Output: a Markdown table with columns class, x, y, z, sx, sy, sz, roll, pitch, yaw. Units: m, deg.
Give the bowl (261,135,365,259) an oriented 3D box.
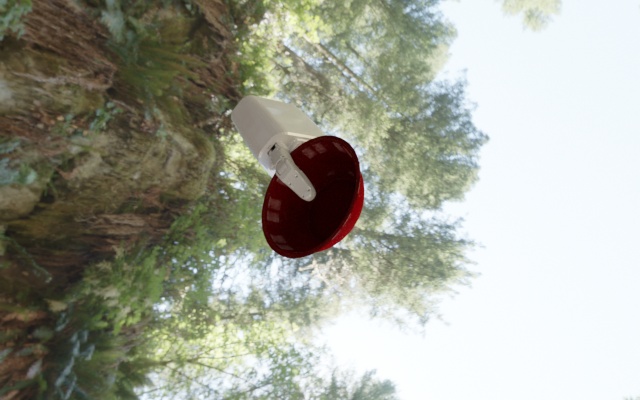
| class | x | y | z | sx | sy | sz | roll | pitch | yaw |
| --- | --- | --- | --- | --- | --- | --- | --- | --- | --- |
| bowl | 0.001 | 0.003 | 0.600 | 0.162 | 0.162 | 0.055 | 0 | -21 | 44 |
